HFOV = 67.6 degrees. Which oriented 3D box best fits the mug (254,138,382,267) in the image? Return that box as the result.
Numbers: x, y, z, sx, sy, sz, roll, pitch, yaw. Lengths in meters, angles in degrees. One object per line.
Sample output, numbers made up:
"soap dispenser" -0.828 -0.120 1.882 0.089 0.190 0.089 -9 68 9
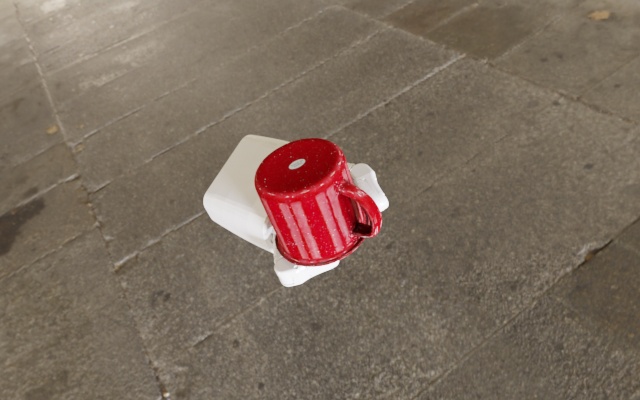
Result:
"mug" 0.001 0.002 0.422 0.117 0.082 0.093 17 53 35
